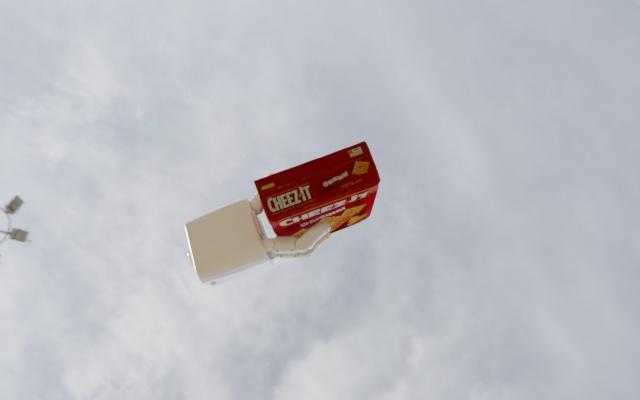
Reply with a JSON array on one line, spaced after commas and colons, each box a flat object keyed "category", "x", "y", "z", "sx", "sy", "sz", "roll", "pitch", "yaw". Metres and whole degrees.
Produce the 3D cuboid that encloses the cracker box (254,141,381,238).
[{"category": "cracker box", "x": 0.000, "y": 0.002, "z": 0.739, "sx": 0.164, "sy": 0.072, "sz": 0.214, "roll": -21, "pitch": -14, "yaw": -3}]
